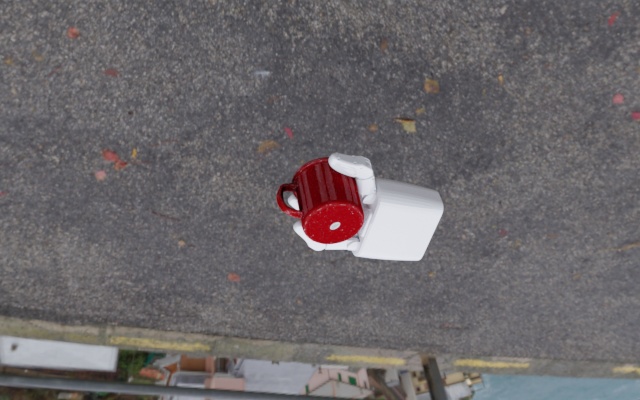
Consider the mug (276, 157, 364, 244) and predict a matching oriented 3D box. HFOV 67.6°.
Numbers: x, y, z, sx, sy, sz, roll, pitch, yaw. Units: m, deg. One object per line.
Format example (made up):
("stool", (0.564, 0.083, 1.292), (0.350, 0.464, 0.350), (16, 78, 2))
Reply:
("mug", (-0.001, 0.002, 0.629), (0.117, 0.081, 0.093), (7, -47, -18))
